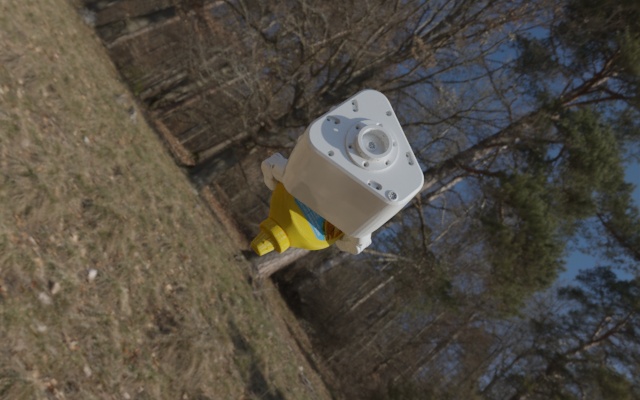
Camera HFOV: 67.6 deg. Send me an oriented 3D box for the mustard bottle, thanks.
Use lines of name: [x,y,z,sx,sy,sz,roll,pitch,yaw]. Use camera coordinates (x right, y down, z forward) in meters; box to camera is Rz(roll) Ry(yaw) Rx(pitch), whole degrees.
mustard bottle: [0.000,0.002,0.562,0.191,0.096,0.058,-36,18,-22]
